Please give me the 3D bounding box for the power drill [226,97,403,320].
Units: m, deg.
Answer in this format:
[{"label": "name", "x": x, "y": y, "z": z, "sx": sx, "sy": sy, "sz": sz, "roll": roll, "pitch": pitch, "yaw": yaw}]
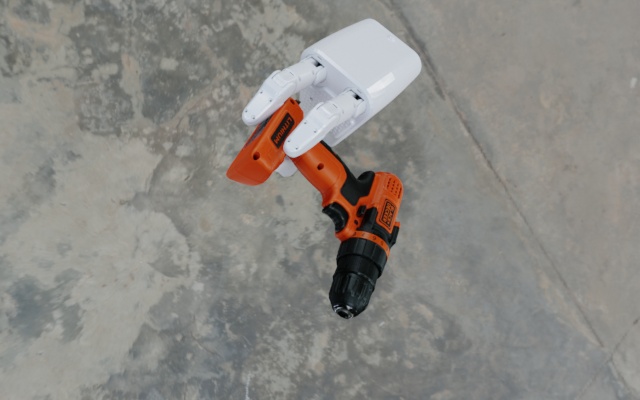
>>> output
[{"label": "power drill", "x": 0.000, "y": 0.001, "z": 0.485, "sx": 0.188, "sy": 0.184, "sz": 0.057, "roll": 41, "pitch": -44, "yaw": -20}]
